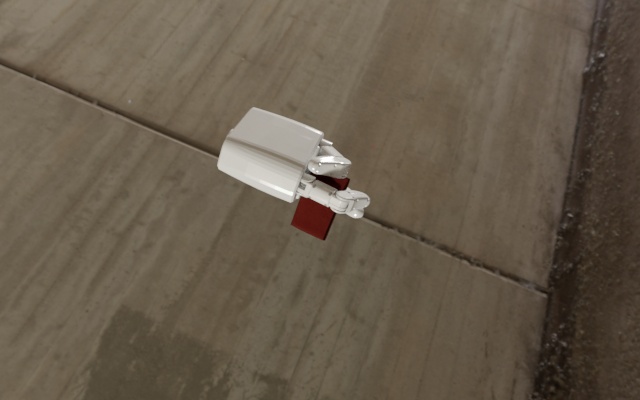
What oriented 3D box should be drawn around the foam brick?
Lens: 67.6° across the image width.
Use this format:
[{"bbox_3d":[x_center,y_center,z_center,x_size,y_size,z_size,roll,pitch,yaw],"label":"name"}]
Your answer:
[{"bbox_3d":[0.000,0.002,0.639,0.051,0.078,0.053,22,24,2],"label":"foam brick"}]
